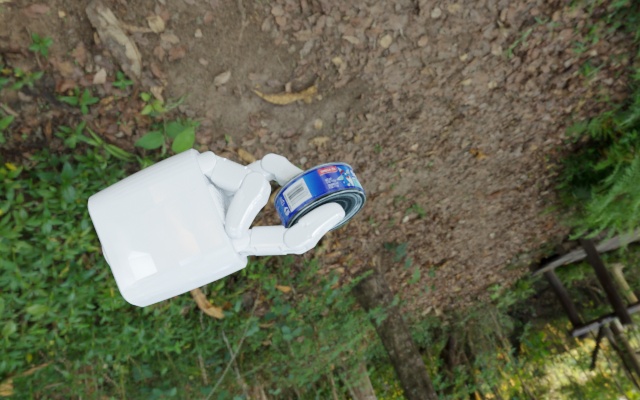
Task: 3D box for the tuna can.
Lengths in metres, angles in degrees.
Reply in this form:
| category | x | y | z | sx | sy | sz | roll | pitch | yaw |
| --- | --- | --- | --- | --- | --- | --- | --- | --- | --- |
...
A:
| category | x | y | z | sx | sy | sz | roll | pitch | yaw |
| --- | --- | --- | --- | --- | --- | --- | --- | --- | --- |
| tuna can | 0.000 | 0.002 | 0.465 | 0.086 | 0.033 | 0.086 | -22 | -25 | -11 |
